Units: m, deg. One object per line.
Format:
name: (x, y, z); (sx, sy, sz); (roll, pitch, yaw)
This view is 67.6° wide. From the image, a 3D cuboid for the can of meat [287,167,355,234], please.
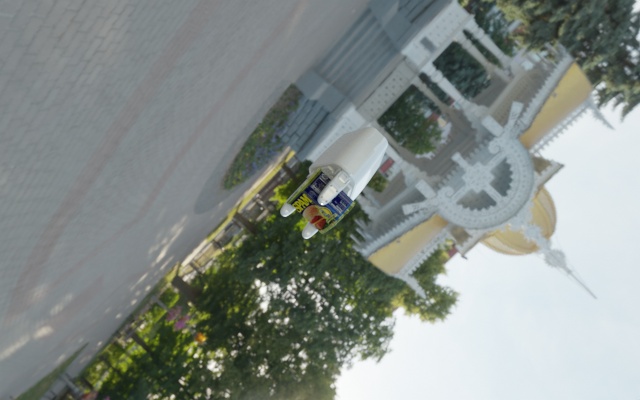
can of meat: (0.000, 0.003, 0.802); (0.057, 0.084, 0.102); (-49, 4, -26)
